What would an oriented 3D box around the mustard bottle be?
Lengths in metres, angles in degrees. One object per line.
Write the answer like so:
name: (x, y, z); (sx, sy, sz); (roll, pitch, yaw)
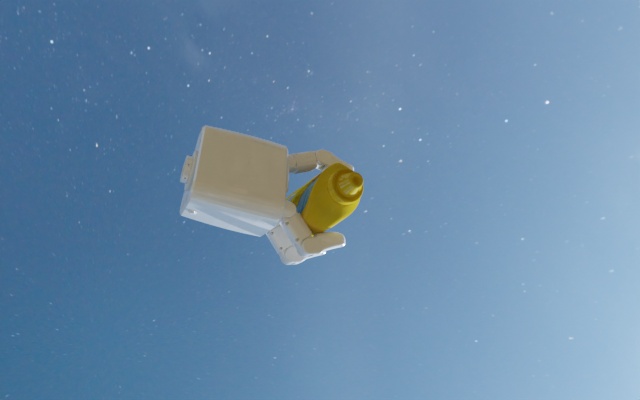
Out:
mustard bottle: (0.000, 0.002, 0.602); (0.058, 0.096, 0.192); (38, -27, -10)
